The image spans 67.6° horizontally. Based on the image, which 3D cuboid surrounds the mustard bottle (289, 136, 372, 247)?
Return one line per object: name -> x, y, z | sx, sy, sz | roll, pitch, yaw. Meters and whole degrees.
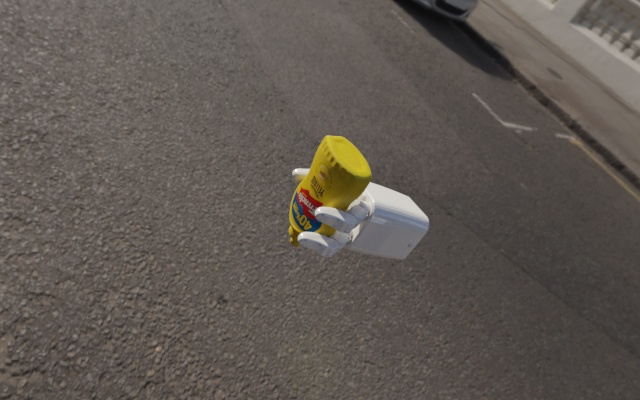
mustard bottle -> 0.000, 0.002, 0.723 | 0.058, 0.096, 0.192 | -3, -42, -39
